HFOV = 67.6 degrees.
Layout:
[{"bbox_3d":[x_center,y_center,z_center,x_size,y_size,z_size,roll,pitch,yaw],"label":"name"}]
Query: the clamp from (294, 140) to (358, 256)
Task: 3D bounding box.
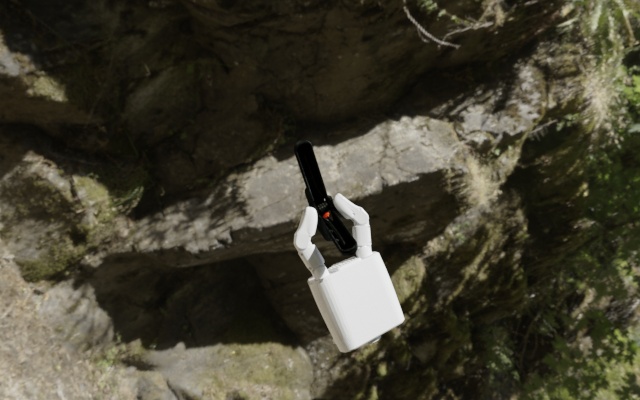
[{"bbox_3d":[0.001,0.002,0.704,0.036,0.164,0.210,-23,-3,-6],"label":"clamp"}]
